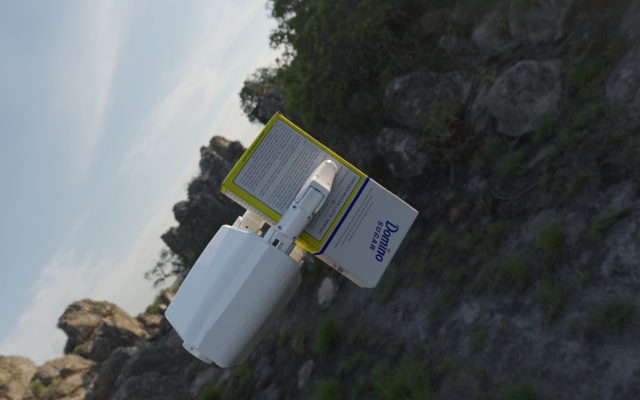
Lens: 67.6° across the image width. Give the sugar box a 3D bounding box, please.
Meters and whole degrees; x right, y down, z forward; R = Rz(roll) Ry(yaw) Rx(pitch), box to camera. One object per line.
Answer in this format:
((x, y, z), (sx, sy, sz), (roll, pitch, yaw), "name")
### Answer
((0.000, 0.002, 0.476), (0.176, 0.093, 0.048), (36, -15, -8), "sugar box")
